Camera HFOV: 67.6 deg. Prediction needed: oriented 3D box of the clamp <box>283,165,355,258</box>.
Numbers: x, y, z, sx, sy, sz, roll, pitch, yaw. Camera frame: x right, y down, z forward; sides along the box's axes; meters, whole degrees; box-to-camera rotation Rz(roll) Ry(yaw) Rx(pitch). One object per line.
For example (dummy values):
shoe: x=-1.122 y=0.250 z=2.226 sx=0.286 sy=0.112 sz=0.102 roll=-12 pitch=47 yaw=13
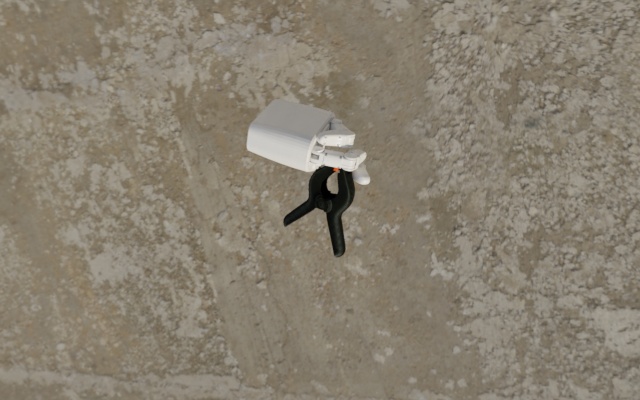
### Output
clamp: x=0.000 y=0.003 z=0.785 sx=0.120 sy=0.171 sz=0.039 roll=19 pitch=25 yaw=14
